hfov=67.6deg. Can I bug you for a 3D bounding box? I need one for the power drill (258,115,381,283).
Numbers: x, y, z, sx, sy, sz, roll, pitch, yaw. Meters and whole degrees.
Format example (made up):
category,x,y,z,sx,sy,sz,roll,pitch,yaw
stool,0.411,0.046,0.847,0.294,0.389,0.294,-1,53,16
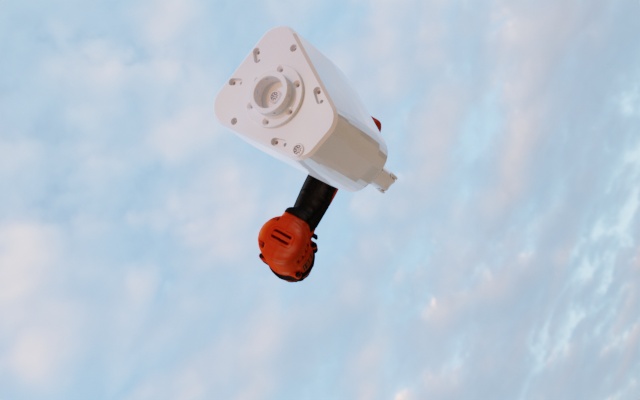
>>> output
category,x,y,z,sx,sy,sz,roll,pitch,yaw
power drill,0.000,0.001,0.525,0.057,0.187,0.184,26,-14,7
